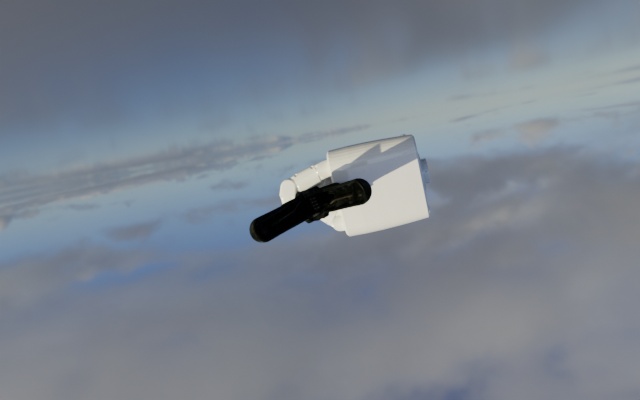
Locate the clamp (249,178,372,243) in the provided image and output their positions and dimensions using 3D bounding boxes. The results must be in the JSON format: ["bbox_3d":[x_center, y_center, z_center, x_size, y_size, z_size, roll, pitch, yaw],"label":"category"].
[{"bbox_3d":[0.000,0.002,0.511,0.120,0.039,0.171,-15,7,10],"label":"clamp"}]
